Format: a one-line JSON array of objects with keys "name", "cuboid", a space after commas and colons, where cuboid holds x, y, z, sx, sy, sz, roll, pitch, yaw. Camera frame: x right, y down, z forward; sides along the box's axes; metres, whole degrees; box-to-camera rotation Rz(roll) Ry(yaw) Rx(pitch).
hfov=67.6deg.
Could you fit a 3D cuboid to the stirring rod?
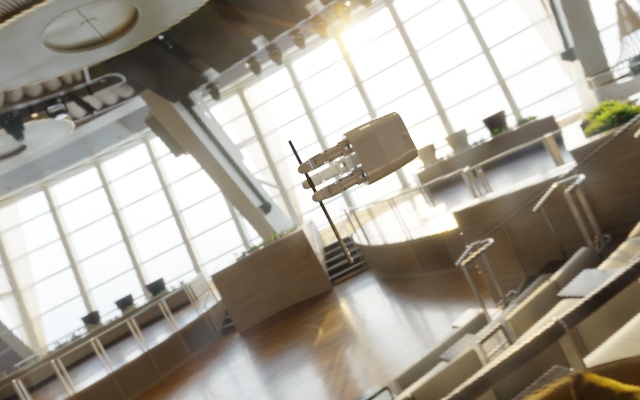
[{"name": "stirring rod", "cuboid": [0.000, 0.003, 0.834, 0.011, 0.239, 0.011, -27, 3, 1]}]
